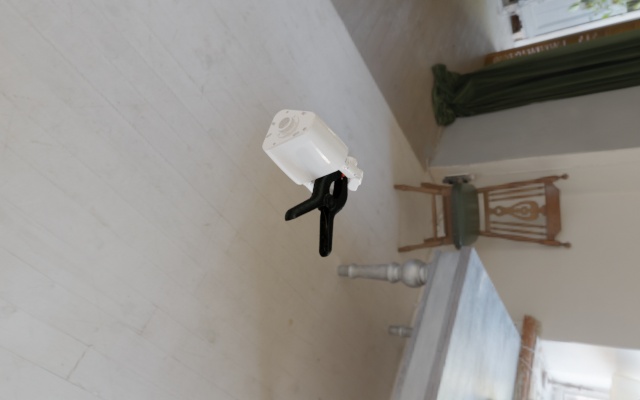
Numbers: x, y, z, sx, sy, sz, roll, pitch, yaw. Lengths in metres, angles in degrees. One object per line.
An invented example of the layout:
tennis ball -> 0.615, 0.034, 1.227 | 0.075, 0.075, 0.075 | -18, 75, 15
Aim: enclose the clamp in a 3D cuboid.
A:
clamp -> 0.001, 0.003, 0.865 | 0.039, 0.171, 0.120 | -4, -34, 38
